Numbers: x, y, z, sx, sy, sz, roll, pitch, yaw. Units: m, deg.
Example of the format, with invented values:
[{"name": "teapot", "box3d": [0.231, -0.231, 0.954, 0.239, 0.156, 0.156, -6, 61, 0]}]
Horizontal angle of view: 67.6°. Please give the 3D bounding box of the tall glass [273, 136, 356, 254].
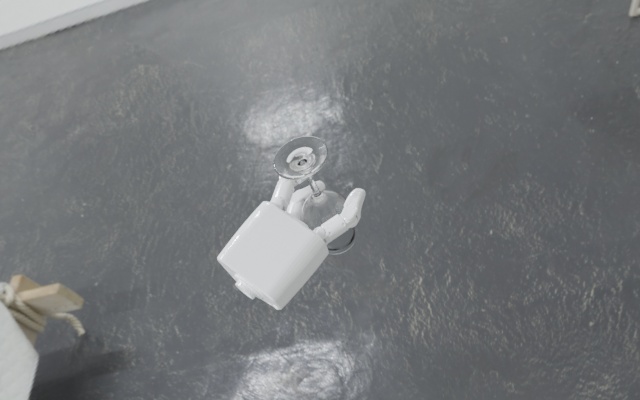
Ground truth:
[{"name": "tall glass", "box3d": [0.000, 0.002, 0.693, 0.079, 0.079, 0.201, 0, -36, 19]}]
